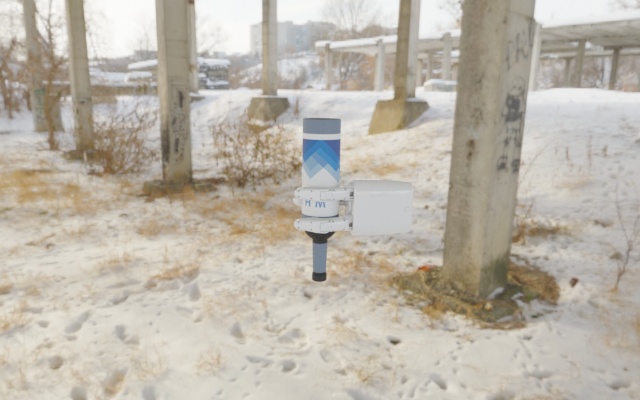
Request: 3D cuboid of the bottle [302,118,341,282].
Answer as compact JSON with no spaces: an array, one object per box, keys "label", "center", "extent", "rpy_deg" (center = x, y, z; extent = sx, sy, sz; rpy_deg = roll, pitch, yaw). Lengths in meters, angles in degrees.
[{"label":"bottle","center":[0.000,0.003,0.855],"extent":[0.069,0.296,0.069],"rpy_deg":[1,12,0]}]
